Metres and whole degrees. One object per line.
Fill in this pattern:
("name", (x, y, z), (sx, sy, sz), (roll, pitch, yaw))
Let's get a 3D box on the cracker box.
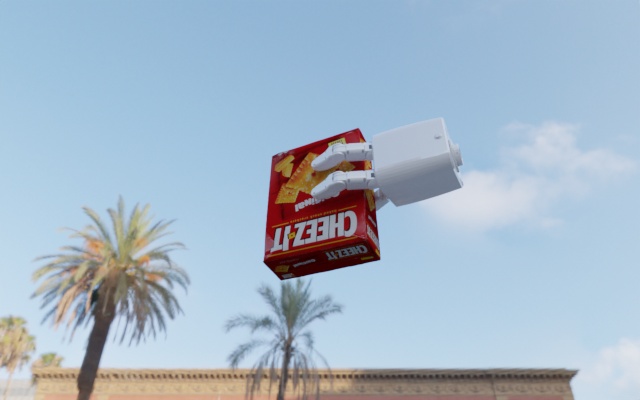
("cracker box", (0.000, 0.002, 0.748), (0.164, 0.213, 0.072), (-15, -40, 19))
